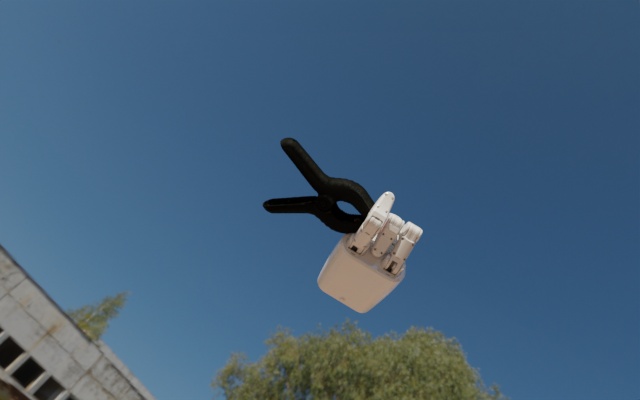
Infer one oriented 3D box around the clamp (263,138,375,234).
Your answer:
[{"bbox_3d":[0.001,0.002,0.651,0.171,0.120,0.039,34,41,4],"label":"clamp"}]
